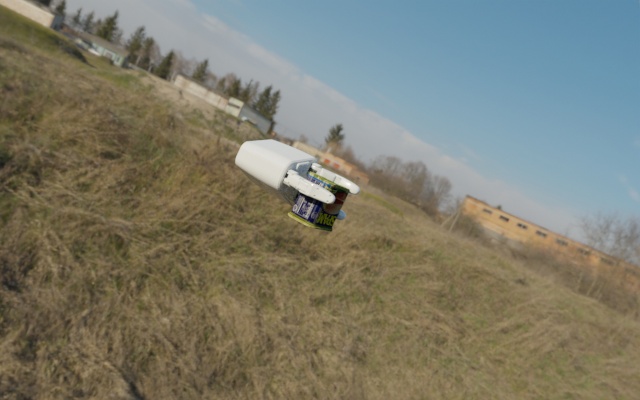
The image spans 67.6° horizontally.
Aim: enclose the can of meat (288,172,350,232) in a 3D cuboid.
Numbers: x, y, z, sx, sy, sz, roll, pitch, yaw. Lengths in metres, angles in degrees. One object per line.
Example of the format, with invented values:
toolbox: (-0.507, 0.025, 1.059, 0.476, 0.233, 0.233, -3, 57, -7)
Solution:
can of meat: (0.000, 0.002, 0.838, 0.057, 0.084, 0.102, 28, 5, 27)
